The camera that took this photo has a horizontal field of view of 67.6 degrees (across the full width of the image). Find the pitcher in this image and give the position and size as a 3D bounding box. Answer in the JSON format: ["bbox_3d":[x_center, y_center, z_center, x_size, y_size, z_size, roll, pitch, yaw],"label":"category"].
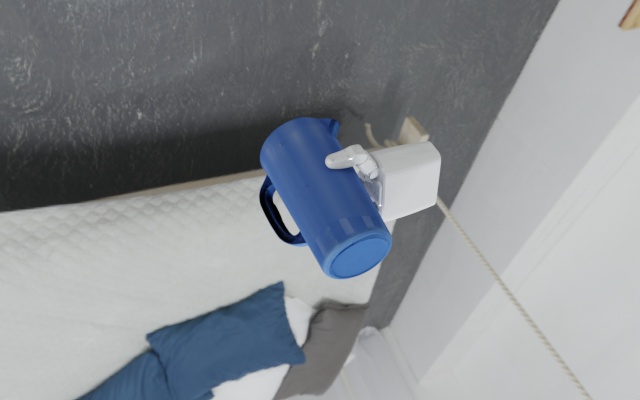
[{"bbox_3d":[0.000,0.002,0.730,0.145,0.242,0.149,-14,-39,-19],"label":"pitcher"}]
